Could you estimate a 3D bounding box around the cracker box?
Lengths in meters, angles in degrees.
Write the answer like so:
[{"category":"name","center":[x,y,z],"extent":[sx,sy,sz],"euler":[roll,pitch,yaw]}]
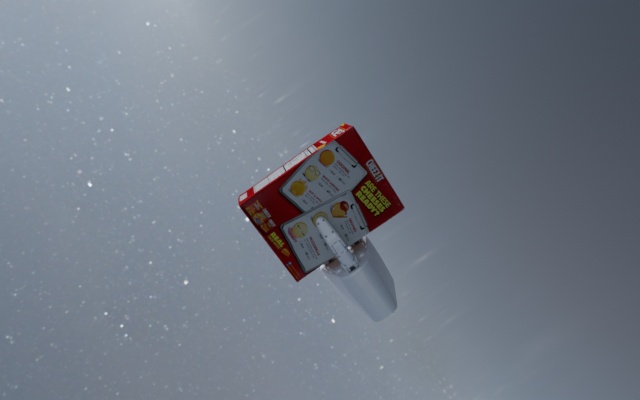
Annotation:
[{"category":"cracker box","center":[0.000,0.003,0.772],"extent":[0.213,0.164,0.072],"euler":[-35,19,0]}]
